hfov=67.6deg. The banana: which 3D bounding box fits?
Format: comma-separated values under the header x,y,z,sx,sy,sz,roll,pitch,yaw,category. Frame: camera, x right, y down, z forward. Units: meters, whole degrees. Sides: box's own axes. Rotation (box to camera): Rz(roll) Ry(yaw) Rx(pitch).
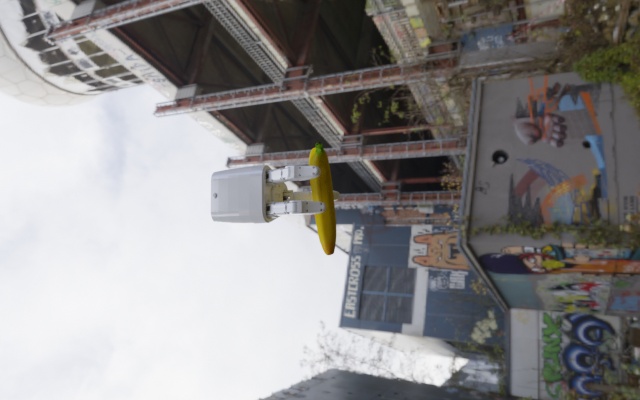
x,y,z,sx,sy,sz,roll,pitch,yaw,category
0.002,-0.007,0.816,0.037,0.198,0.069,-5,18,10,banana
